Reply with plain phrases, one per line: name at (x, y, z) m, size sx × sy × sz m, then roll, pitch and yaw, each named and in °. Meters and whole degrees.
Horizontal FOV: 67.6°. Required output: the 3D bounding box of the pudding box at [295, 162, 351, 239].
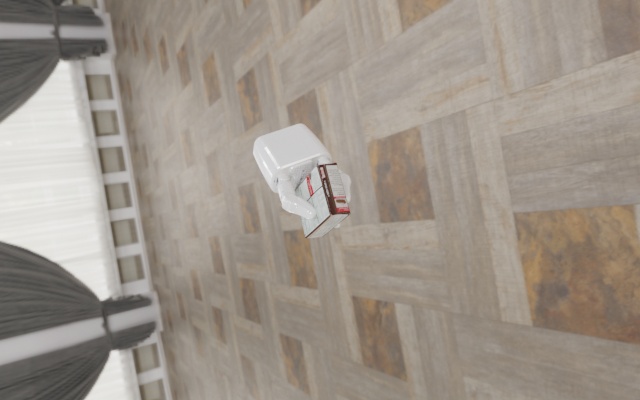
pudding box at (0.000, 0.003, 0.780) m, size 0.039 × 0.090 × 0.113 m, roll -6°, pitch -20°, yaw -25°
